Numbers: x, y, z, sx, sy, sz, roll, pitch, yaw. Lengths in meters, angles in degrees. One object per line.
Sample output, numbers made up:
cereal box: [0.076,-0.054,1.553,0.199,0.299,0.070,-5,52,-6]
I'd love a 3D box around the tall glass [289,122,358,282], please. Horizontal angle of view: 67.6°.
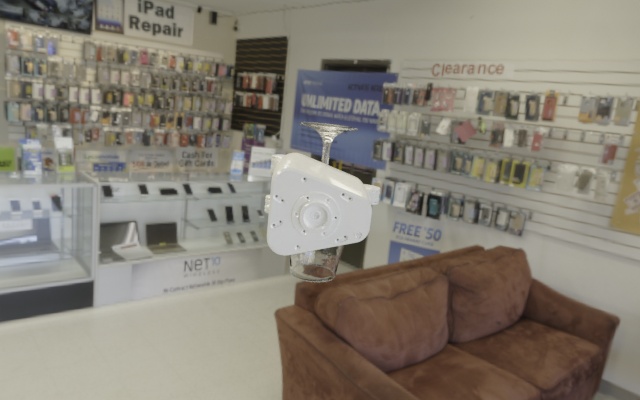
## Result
tall glass: [0.000,0.001,0.624,0.079,0.201,0.079,6,12,-1]
